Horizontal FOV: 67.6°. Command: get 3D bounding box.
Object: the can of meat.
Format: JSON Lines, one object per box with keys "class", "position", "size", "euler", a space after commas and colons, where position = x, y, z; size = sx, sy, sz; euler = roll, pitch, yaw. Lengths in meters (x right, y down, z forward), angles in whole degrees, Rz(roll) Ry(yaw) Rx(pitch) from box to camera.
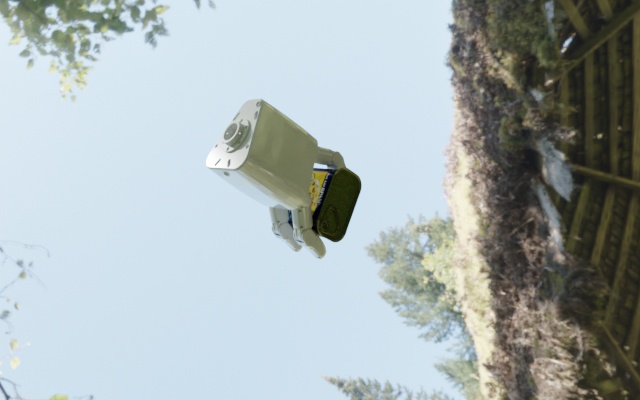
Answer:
{"class": "can of meat", "position": [0.000, 0.002, 0.687], "size": [0.084, 0.102, 0.057], "euler": [8, -16, 47]}
